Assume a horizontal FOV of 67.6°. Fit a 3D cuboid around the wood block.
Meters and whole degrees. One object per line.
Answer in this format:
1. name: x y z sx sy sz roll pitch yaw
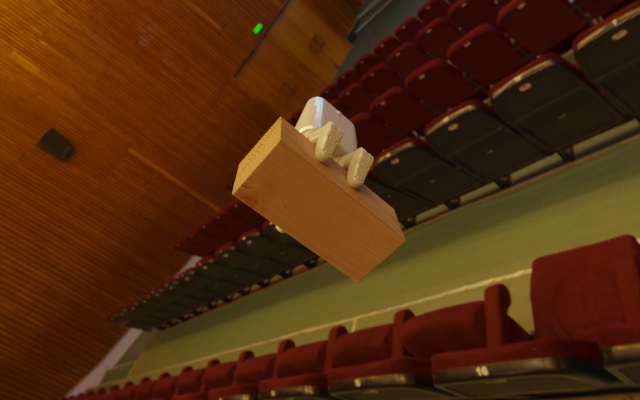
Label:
1. wood block: 0.000 0.002 0.615 0.206 0.091 0.090 37 20 -21
